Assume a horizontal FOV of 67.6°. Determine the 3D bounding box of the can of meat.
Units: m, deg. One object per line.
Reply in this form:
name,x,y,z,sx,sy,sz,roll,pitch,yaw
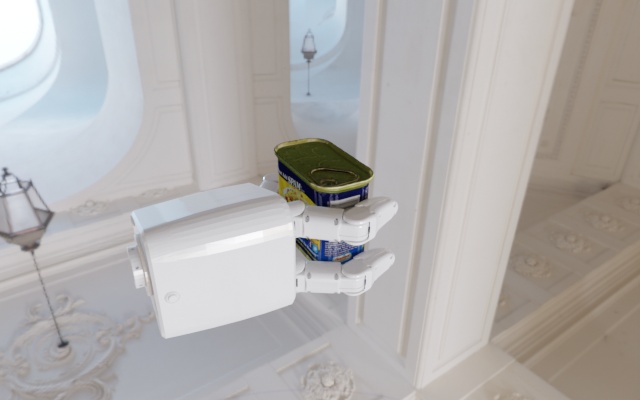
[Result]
can of meat,0.000,0.002,0.430,0.057,0.084,0.102,-14,32,-26
